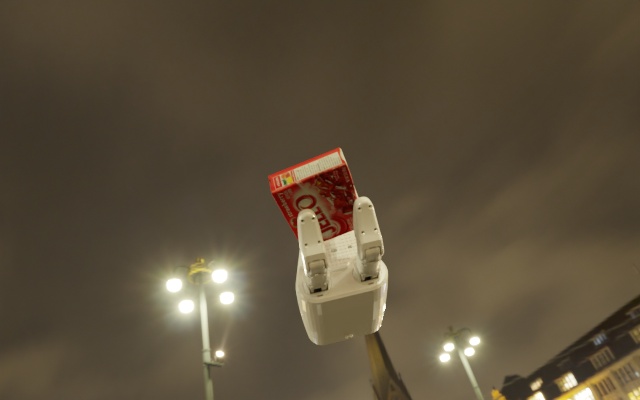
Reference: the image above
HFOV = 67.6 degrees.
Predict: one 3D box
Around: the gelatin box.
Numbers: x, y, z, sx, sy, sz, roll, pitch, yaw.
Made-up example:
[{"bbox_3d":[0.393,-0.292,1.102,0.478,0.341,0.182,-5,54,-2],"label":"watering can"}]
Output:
[{"bbox_3d":[0.000,0.001,0.463,0.073,0.089,0.030,-21,43,3],"label":"gelatin box"}]
